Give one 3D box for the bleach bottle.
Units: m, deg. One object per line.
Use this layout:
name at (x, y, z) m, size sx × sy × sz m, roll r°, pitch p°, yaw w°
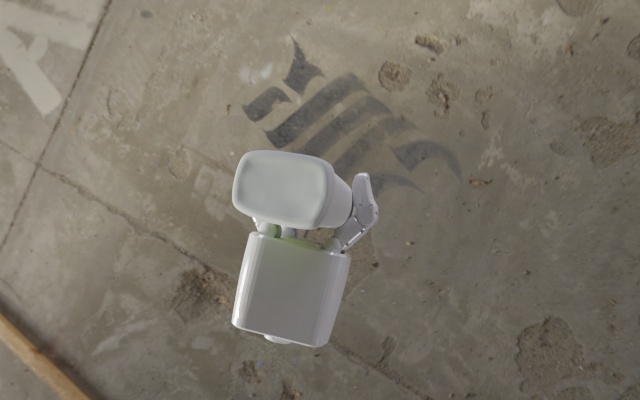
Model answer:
bleach bottle at (0.000, 0.002, 0.551) m, size 0.102 × 0.068 × 0.251 m, roll 11°, pitch -3°, yaw 19°
